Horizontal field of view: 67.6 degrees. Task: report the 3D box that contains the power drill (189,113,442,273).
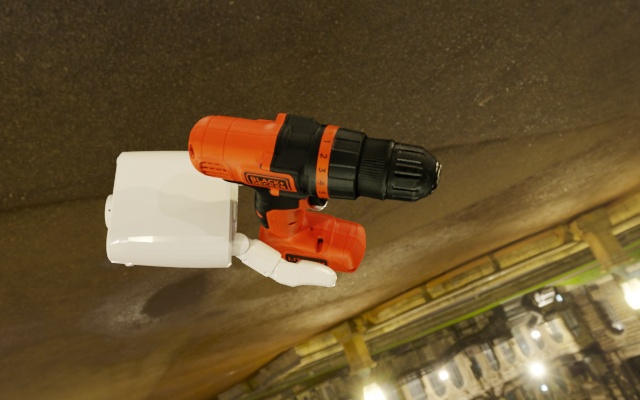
[{"bbox_3d":[0.000,0.002,0.407,0.184,0.057,0.188,11,-28,12],"label":"power drill"}]
